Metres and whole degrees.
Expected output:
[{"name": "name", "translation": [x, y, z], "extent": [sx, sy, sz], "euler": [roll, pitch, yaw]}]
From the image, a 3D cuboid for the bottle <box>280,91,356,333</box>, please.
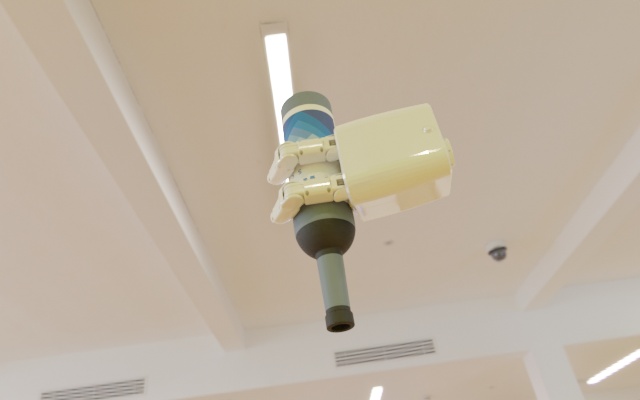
[{"name": "bottle", "translation": [0.000, 0.002, 0.537], "extent": [0.069, 0.295, 0.069], "euler": [-6, -35, -4]}]
